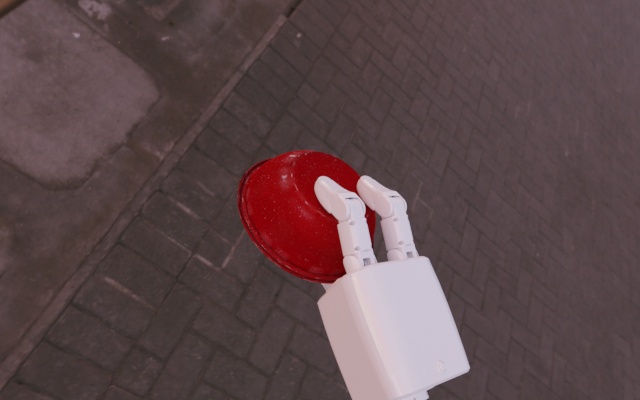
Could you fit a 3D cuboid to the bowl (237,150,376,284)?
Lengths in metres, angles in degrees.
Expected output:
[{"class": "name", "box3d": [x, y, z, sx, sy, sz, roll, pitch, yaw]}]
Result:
[{"class": "bowl", "box3d": [0.000, 0.000, 0.490, 0.162, 0.162, 0.055, 0, -37, -36]}]
